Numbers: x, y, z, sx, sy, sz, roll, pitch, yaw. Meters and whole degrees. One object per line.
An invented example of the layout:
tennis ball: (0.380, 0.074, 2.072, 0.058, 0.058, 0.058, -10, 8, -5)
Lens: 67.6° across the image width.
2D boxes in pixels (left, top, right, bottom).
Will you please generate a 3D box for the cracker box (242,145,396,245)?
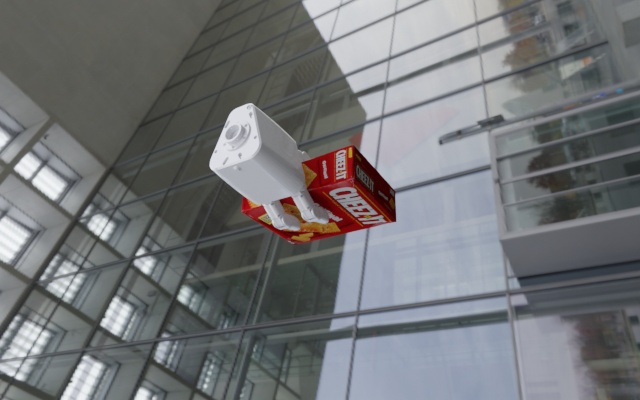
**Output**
cracker box: (0.000, 0.003, 0.815, 0.214, 0.072, 0.164, -15, -33, 28)
